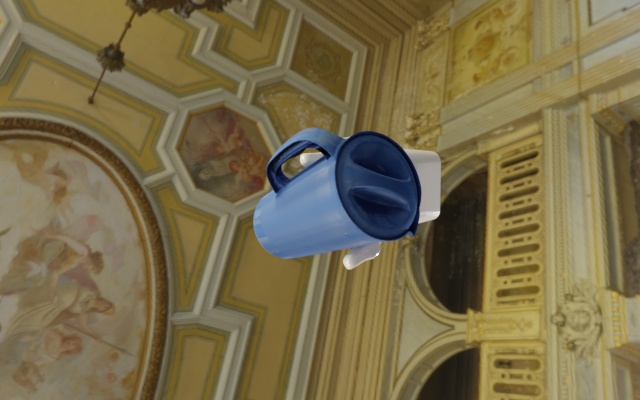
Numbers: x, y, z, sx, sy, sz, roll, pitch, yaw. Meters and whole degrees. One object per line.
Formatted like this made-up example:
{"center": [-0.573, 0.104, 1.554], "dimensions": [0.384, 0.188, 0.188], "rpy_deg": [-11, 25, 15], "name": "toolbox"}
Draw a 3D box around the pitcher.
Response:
{"center": [0.000, 0.002, 0.643], "dimensions": [0.145, 0.149, 0.243], "rpy_deg": [-6, -10, -36], "name": "pitcher"}
